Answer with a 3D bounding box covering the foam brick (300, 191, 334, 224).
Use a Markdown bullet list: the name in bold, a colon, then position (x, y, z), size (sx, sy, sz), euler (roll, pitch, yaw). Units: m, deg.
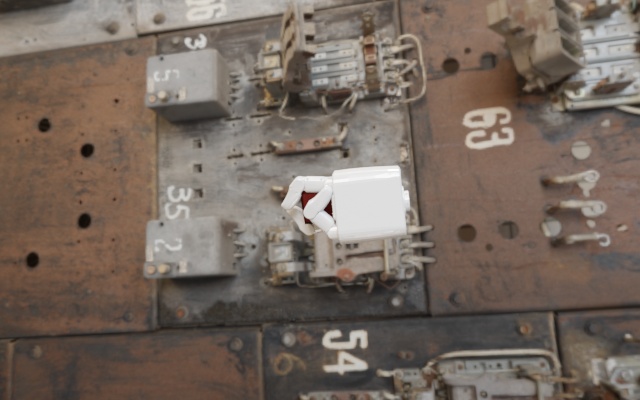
- **foam brick**: position (0.000, 0.002, 0.799), size (0.051, 0.053, 0.078), euler (-6, 15, 8)
